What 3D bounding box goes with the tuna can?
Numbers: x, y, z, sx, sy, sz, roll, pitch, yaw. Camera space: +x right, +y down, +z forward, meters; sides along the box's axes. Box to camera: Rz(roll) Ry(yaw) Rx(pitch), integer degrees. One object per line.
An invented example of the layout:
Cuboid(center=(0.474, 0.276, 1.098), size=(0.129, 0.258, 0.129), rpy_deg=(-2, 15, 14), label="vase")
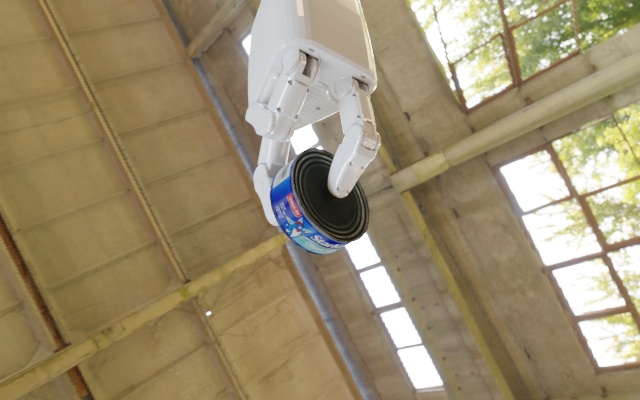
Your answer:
Cuboid(center=(0.000, 0.002, 0.401), size=(0.086, 0.086, 0.034), rpy_deg=(0, -25, -47), label="tuna can")
